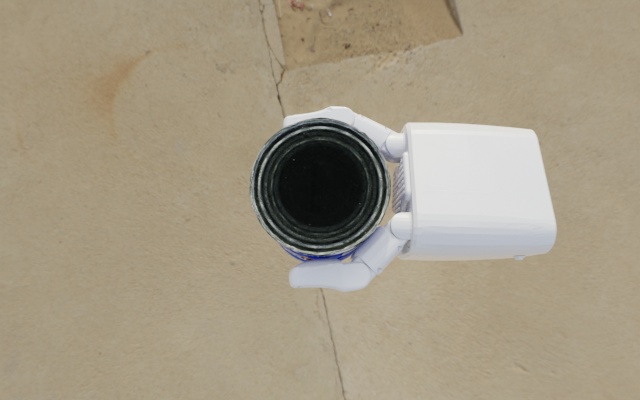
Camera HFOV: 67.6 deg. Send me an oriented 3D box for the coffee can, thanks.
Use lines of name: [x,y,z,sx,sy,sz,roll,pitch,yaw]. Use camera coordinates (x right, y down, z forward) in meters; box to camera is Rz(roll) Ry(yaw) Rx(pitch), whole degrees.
coffee can: [0.000,0.001,0.412,0.103,0.102,0.140,0,-10,0]
